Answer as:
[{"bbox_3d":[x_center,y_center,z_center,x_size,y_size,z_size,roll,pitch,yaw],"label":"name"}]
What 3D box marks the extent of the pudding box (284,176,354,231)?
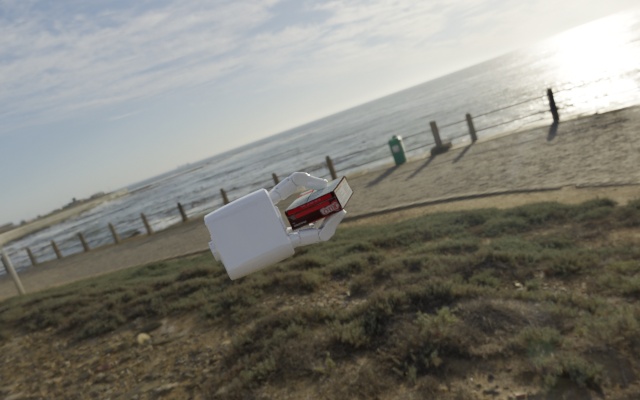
[{"bbox_3d":[0.000,0.002,0.779,0.090,0.039,0.113,-22,11,18],"label":"pudding box"}]
